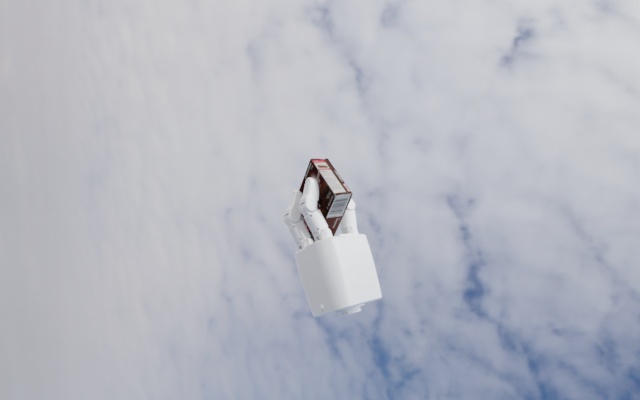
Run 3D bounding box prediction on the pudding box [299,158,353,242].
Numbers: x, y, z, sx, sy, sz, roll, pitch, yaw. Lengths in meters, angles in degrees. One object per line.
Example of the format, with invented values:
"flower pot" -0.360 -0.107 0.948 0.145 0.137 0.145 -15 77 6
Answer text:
"pudding box" 0.000 0.003 0.770 0.039 0.114 0.090 -4 45 -33
